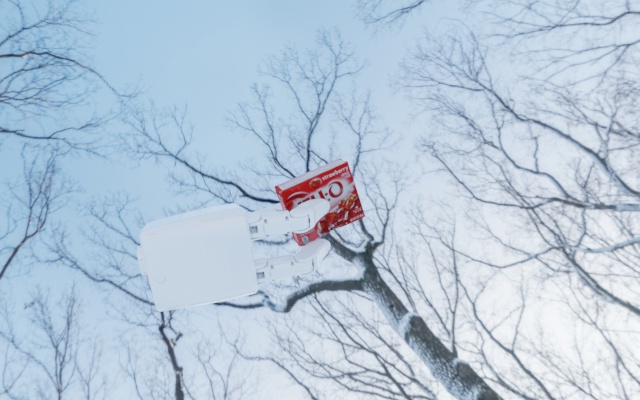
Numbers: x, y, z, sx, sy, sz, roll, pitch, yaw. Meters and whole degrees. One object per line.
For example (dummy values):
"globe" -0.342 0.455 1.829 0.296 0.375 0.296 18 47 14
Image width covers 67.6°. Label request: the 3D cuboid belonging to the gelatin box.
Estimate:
"gelatin box" 0.000 0.002 0.561 0.089 0.073 0.030 -24 21 -12
